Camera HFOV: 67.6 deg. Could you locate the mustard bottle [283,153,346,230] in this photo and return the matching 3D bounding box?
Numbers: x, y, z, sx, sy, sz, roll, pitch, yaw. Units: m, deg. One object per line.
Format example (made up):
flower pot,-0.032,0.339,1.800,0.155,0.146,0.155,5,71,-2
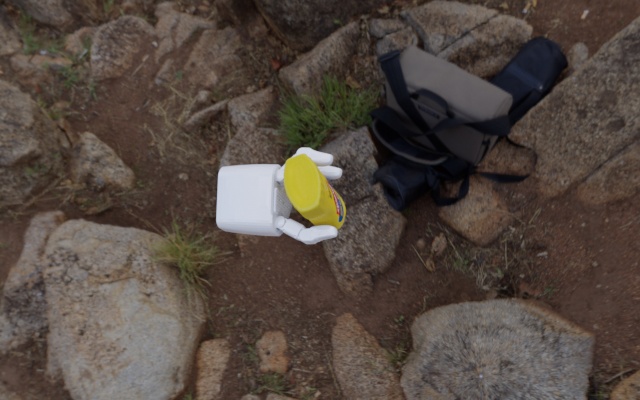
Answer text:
mustard bottle,0.000,0.002,0.790,0.058,0.096,0.192,-22,-25,10
